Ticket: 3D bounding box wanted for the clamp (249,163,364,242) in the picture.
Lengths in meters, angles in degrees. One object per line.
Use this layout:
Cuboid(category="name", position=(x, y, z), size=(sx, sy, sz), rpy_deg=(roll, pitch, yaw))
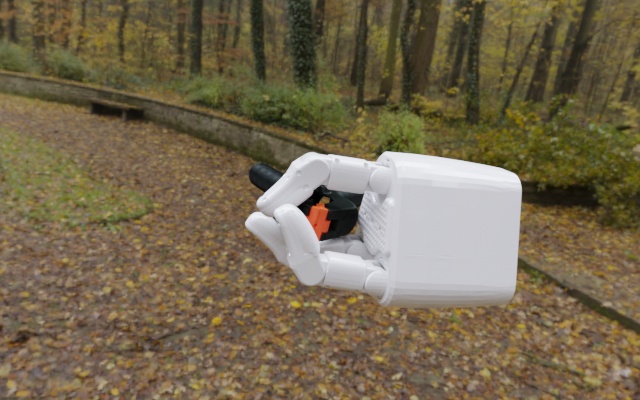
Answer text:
Cuboid(category="clamp", position=(0.000, 0.001, 0.432), size=(0.120, 0.039, 0.171), rpy_deg=(5, 16, -14))
